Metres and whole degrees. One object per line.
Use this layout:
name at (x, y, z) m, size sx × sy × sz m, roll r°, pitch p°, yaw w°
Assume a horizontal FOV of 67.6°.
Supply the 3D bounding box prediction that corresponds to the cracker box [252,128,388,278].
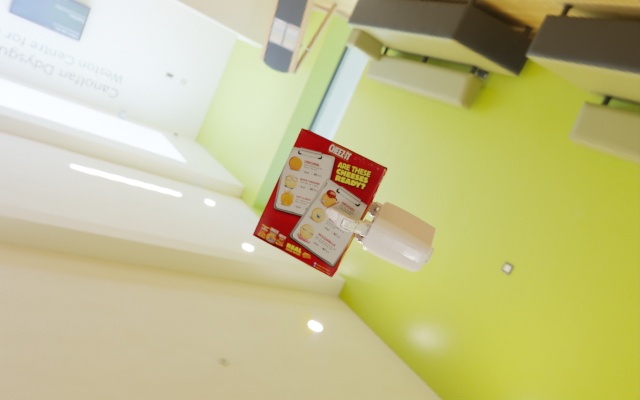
cracker box at (0.000, 0.003, 0.853) m, size 0.164 × 0.214 × 0.072 m, roll 27°, pitch 10°, yaw 8°
